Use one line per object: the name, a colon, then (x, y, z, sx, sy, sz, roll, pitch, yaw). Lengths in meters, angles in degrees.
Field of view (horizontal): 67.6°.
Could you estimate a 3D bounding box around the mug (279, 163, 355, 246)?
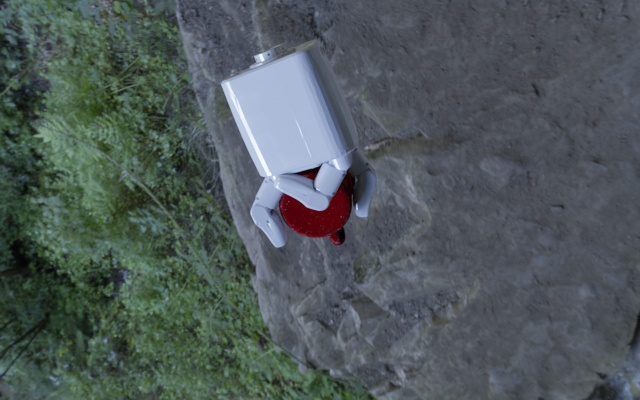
mug: (0.001, 0.003, 0.563, 0.093, 0.117, 0.081, -20, 20, 10)
